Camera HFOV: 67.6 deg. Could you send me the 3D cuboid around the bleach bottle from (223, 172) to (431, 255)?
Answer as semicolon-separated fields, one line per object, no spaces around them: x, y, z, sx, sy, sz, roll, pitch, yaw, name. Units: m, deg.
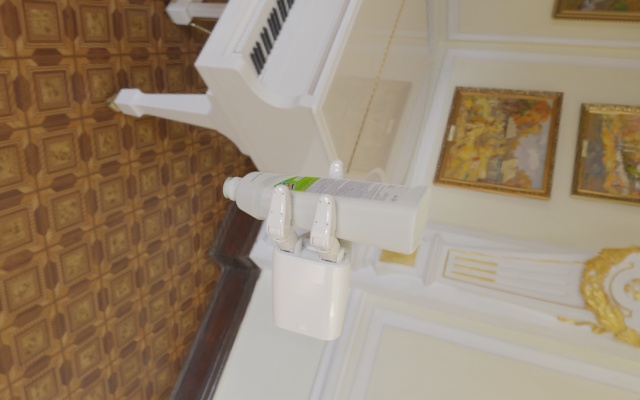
0.000;0.002;0.587;0.251;0.068;0.102;10;20;20;bleach bottle
